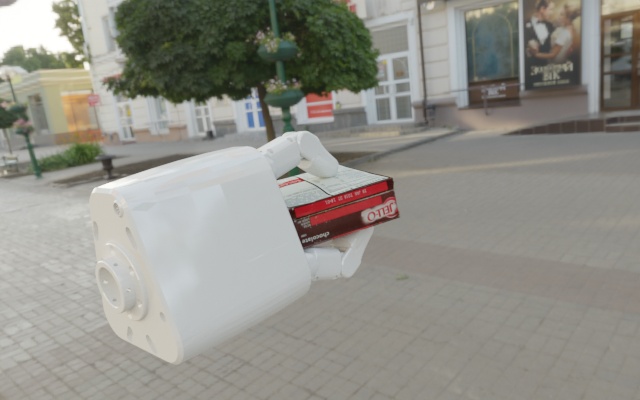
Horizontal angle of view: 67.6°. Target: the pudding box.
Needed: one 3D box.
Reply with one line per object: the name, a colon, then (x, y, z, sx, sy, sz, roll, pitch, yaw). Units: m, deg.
pudding box: (0.000, 0.001, 0.405, 0.090, 0.039, 0.113, -16, 16, -18)
